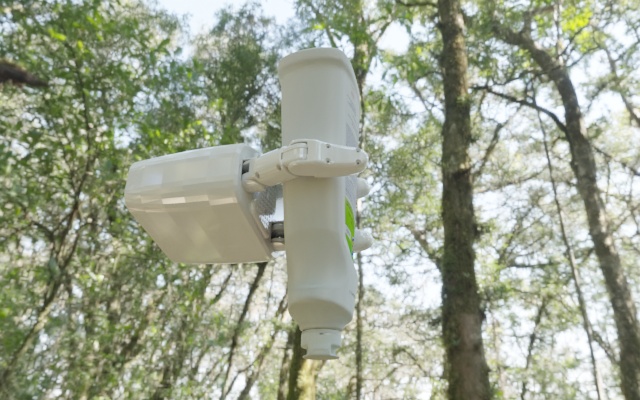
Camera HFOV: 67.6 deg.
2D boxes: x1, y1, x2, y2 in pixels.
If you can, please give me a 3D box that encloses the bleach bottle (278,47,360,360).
[{"bbox_3d":[0.000,0.001,0.404,0.068,0.250,0.103,-6,-26,15],"label":"bleach bottle"}]
